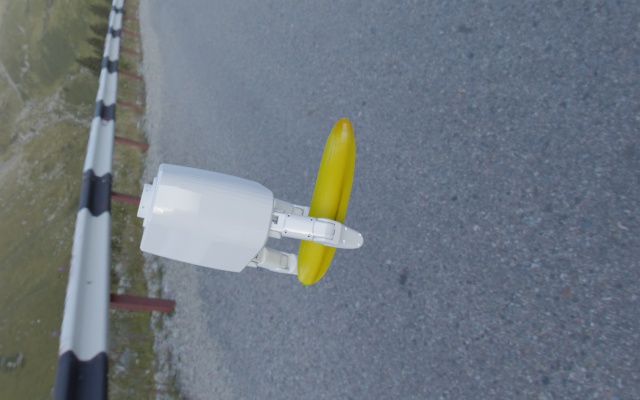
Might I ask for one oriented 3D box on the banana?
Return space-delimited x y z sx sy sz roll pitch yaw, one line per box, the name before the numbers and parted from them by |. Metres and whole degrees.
banana | 0.004 0.009 0.510 0.037 0.198 0.069 12 11 -17
